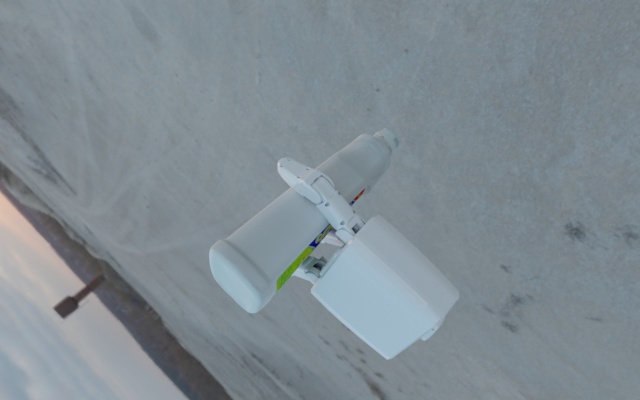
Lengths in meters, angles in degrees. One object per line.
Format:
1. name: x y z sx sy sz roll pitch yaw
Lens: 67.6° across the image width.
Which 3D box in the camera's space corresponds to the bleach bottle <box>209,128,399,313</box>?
1. bleach bottle: 0.000 0.002 0.496 0.250 0.068 0.103 -43 -10 -25
